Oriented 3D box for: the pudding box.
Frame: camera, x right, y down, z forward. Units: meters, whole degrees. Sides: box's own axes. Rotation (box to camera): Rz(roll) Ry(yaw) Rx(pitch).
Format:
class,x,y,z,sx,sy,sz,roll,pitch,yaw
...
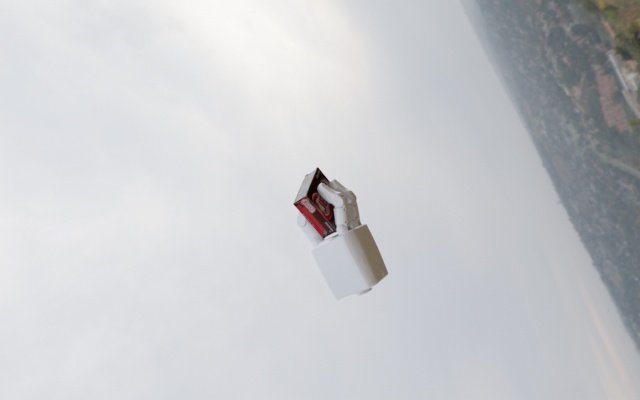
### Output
class,x,y,z,sx,sy,sz,roll,pitch,yaw
pudding box,0.000,0.003,0.884,0.039,0.090,0.113,-31,21,24
